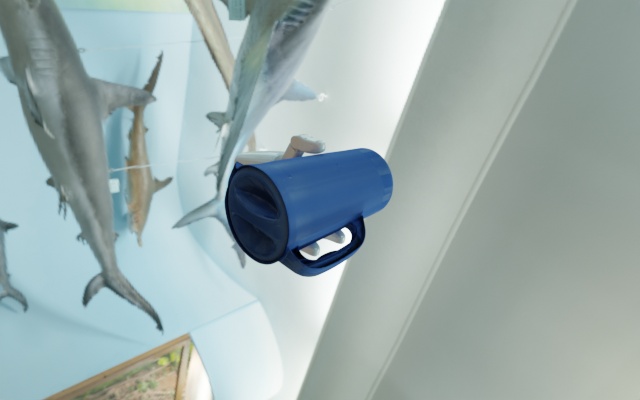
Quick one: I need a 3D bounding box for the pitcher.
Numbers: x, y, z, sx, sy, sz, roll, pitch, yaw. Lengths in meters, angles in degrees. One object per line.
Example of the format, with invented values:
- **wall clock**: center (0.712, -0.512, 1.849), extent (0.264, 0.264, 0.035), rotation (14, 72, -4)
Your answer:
- **pitcher**: center (0.000, 0.002, 0.689), extent (0.145, 0.149, 0.243), rotation (8, 19, 45)
